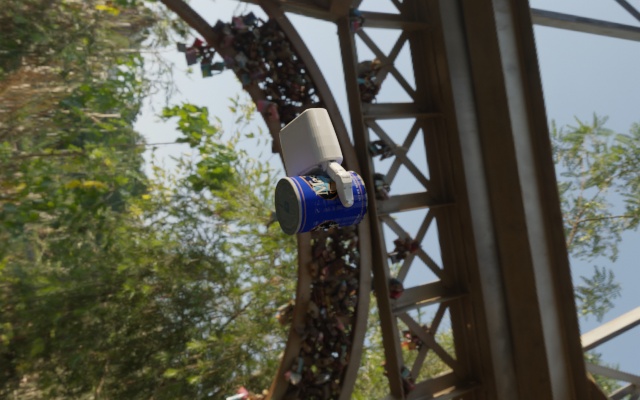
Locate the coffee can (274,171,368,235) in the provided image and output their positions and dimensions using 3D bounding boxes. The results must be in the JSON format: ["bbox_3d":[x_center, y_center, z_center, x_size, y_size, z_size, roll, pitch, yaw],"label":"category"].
[{"bbox_3d":[0.000,0.003,0.870,0.140,0.103,0.103,-7,3,-28],"label":"coffee can"}]
